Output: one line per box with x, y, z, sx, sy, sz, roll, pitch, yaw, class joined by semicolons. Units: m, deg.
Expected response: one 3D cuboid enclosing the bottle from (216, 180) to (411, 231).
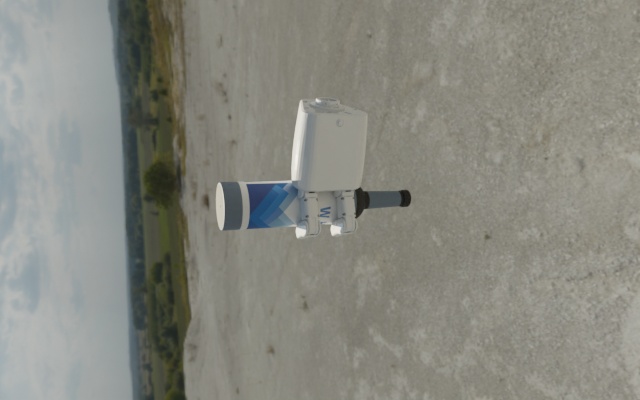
0.000;0.002;0.703;0.296;0.069;0.069;-2;1;-21;bottle
